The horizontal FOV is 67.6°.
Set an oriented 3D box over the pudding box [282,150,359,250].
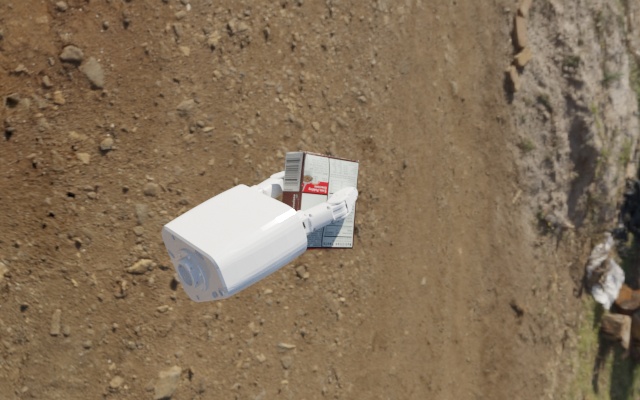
[{"bbox_3d":[0.000,0.002,0.570,0.090,0.113,0.039,5,0,-41],"label":"pudding box"}]
